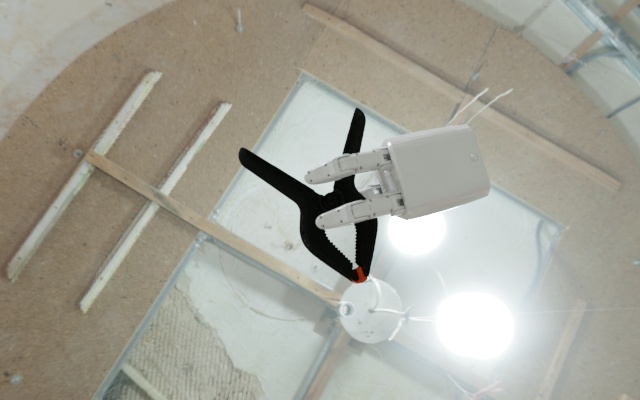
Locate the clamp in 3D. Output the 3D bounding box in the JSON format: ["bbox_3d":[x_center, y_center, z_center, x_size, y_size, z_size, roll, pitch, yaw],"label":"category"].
[{"bbox_3d":[0.000,0.002,0.574,0.164,0.210,0.036,-14,-10,-6],"label":"clamp"}]
